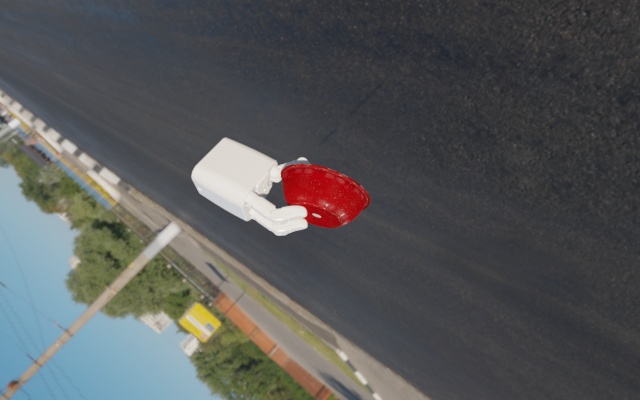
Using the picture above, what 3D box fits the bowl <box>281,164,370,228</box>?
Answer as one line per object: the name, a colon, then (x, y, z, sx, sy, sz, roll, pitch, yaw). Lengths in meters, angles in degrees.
bowl: (0.001, 0.003, 0.808, 0.162, 0.055, 0.162, 16, -22, 7)
